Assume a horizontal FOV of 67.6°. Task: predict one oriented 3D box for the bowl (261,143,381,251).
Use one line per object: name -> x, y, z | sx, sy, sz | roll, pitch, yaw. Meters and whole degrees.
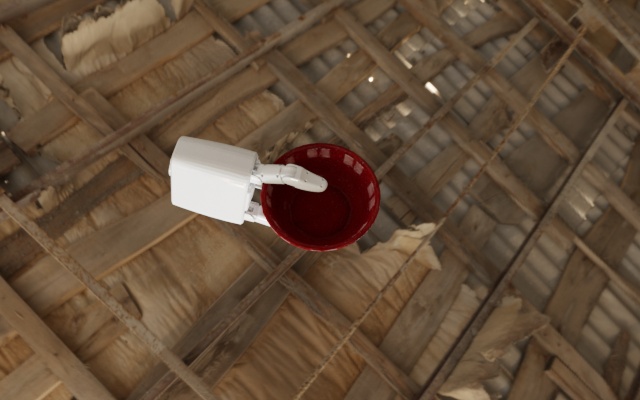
bowl -> 0.001, 0.003, 0.662 | 0.162, 0.162, 0.055 | 0, -26, 0
